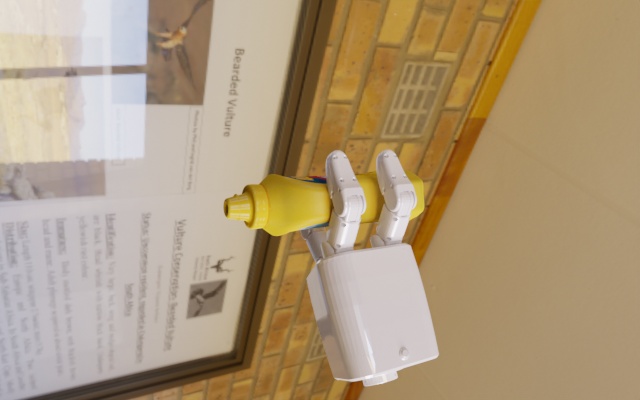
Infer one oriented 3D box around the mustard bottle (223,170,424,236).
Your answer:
[{"bbox_3d":[0.000,0.001,0.469,0.191,0.058,0.096,-5,4,-28],"label":"mustard bottle"}]
